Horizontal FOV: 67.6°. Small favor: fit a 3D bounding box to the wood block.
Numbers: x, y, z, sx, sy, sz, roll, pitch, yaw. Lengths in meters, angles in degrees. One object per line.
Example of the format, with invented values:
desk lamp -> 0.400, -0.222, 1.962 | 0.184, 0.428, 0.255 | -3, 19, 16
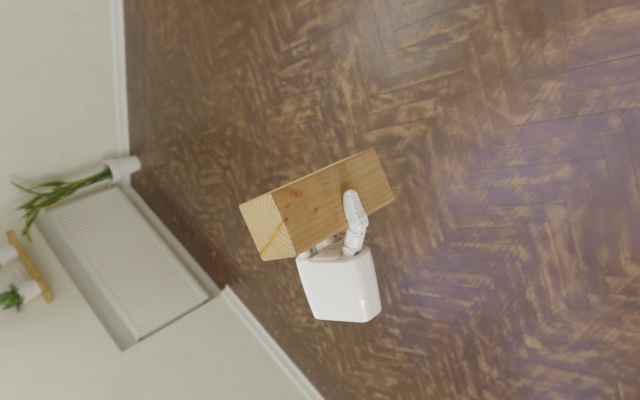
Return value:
wood block -> 0.000, 0.003, 0.703 | 0.206, 0.090, 0.091 | -27, 7, -38
